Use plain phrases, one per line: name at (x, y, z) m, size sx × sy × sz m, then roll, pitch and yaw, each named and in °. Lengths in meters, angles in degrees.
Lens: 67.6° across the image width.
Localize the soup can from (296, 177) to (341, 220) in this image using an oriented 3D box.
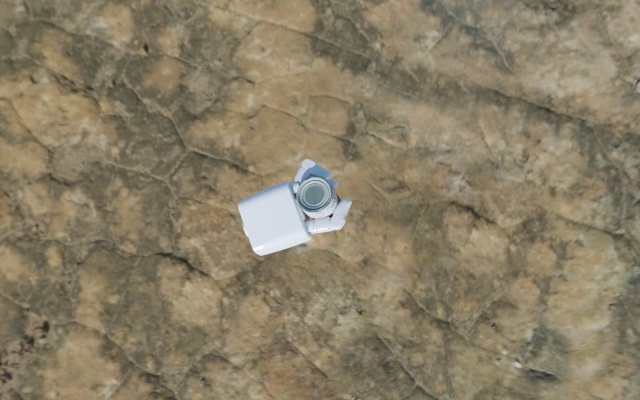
soup can at (0.001, 0.003, 0.886) m, size 0.068 × 0.068 × 0.102 m, roll 0°, pitch -17°, yaw 15°
